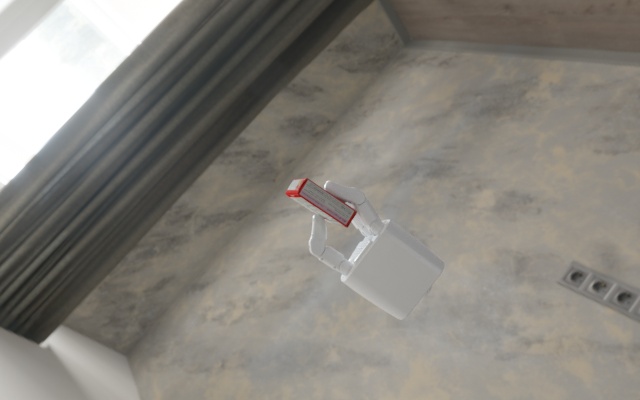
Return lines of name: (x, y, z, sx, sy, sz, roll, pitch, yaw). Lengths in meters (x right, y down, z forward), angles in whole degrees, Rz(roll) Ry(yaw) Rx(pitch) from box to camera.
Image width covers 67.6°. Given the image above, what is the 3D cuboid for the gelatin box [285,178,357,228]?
gelatin box: (0.000, 0.002, 0.684, 0.089, 0.030, 0.073, 33, -8, -15)
